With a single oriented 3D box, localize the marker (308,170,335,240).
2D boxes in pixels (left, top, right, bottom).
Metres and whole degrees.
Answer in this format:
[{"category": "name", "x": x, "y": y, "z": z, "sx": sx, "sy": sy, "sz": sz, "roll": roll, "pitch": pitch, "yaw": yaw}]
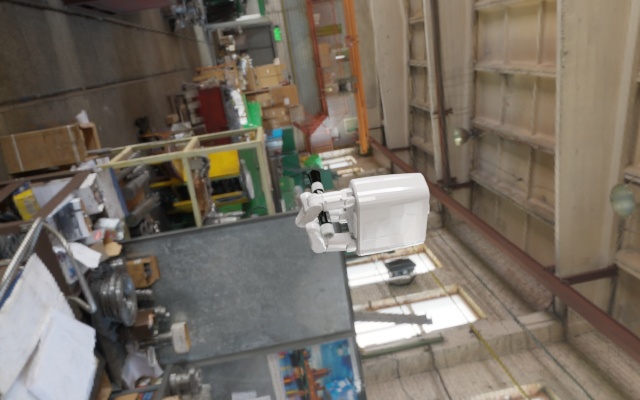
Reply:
[{"category": "marker", "x": 0.000, "y": 0.002, "z": 0.695, "sx": 0.020, "sy": 0.121, "sz": 0.020, "roll": -8, "pitch": -38, "yaw": -6}]
